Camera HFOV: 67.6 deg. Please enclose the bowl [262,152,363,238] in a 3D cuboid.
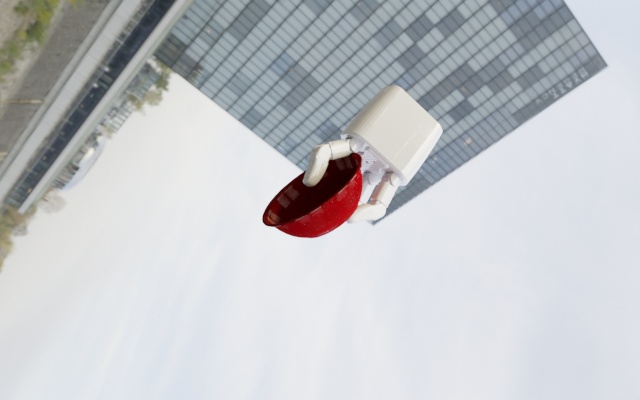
[{"bbox_3d":[-0.001,0.003,0.660,0.162,0.055,0.162,-29,21,12],"label":"bowl"}]
